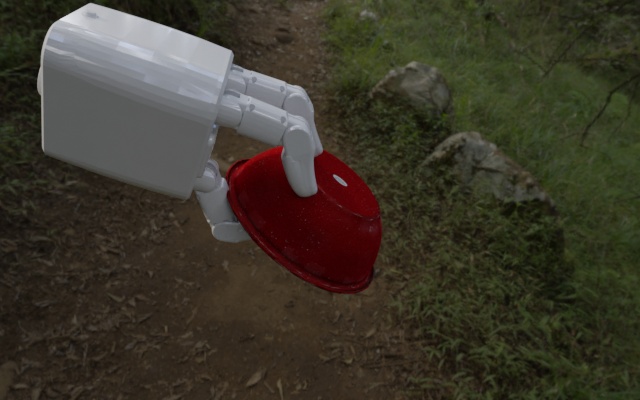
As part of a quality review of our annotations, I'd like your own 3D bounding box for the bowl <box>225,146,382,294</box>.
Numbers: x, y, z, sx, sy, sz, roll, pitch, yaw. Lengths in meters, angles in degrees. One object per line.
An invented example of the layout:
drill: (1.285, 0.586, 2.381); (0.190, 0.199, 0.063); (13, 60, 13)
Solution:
bowl: (0.001, 0.001, 0.418); (0.055, 0.162, 0.162); (-49, -24, 23)
